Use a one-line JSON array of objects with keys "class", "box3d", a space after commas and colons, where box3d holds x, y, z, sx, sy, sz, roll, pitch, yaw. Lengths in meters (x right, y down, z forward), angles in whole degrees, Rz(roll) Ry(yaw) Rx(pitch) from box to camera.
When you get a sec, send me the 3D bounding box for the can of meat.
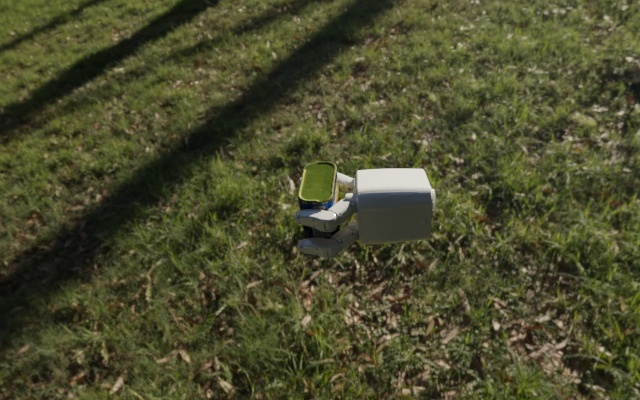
[{"class": "can of meat", "box3d": [0.000, 0.002, 0.723, 0.057, 0.084, 0.102, -1, 40, 8]}]
